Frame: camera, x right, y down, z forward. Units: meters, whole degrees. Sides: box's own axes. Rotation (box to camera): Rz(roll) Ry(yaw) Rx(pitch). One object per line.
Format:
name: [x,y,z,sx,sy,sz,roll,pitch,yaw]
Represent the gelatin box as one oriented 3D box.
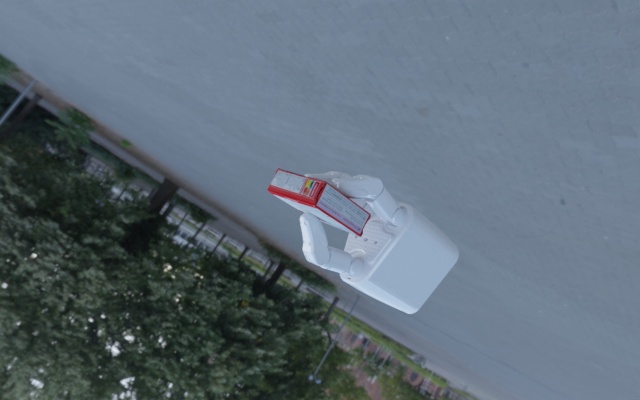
gelatin box: [0.000,0.002,0.503,0.073,0.030,0.089,18,-10,43]
